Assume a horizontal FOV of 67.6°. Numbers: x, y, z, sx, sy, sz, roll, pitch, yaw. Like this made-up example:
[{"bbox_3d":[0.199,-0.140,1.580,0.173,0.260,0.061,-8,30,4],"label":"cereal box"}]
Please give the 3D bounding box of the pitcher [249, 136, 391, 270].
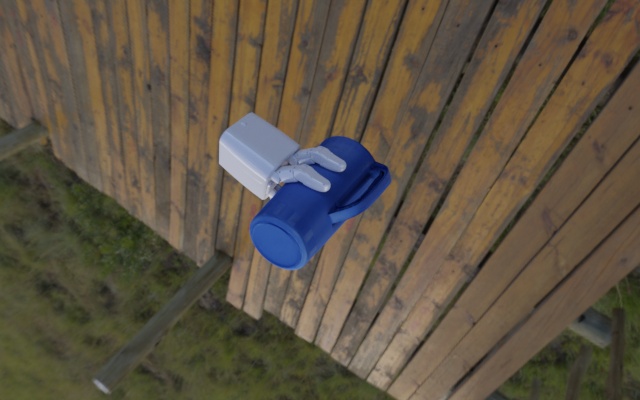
[{"bbox_3d":[0.000,0.003,0.801,0.242,0.145,0.149,-48,-6,-42],"label":"pitcher"}]
